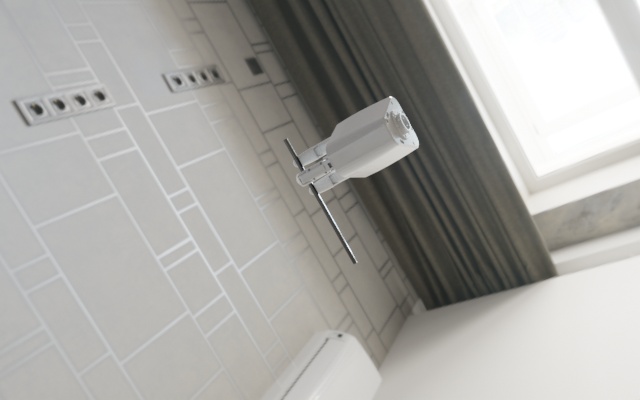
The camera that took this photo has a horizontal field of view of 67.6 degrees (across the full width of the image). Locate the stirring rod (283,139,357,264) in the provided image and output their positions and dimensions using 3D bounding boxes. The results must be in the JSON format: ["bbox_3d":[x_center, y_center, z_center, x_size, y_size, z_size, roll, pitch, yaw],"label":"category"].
[{"bbox_3d":[0.000,0.003,0.805,0.011,0.239,0.011,-29,5,3],"label":"stirring rod"}]
